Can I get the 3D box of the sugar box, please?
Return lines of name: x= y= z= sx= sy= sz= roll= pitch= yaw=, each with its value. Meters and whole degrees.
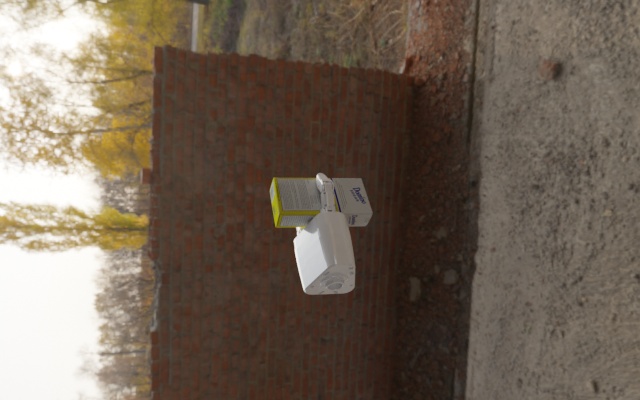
sugar box: x=0.000 y=0.003 z=0.885 sx=0.176 sy=0.093 sz=0.048 roll=2 pitch=-41 yaw=-18
